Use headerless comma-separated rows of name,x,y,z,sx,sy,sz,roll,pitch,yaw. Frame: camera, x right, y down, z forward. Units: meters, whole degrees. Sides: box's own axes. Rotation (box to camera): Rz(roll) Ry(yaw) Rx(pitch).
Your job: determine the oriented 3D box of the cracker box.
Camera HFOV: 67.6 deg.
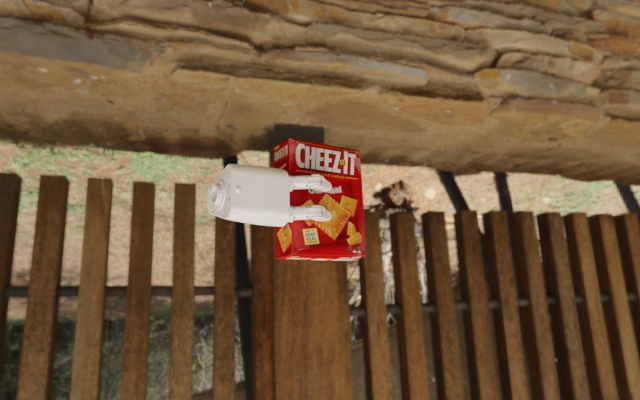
cracker box,0.000,0.003,0.895,0.164,0.213,0.072,6,-15,-32
